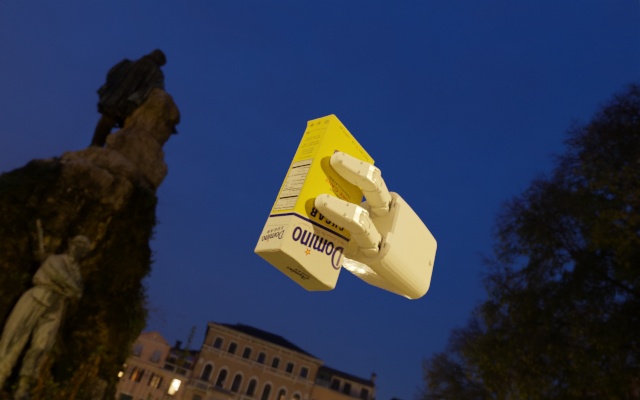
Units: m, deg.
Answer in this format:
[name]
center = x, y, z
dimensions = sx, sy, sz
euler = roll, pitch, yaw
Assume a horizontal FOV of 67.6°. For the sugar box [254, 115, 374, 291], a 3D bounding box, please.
[sugar box]
center = 0.001, 0.002, 0.531
dimensions = 0.048, 0.176, 0.093
euler = -10, -39, 39
